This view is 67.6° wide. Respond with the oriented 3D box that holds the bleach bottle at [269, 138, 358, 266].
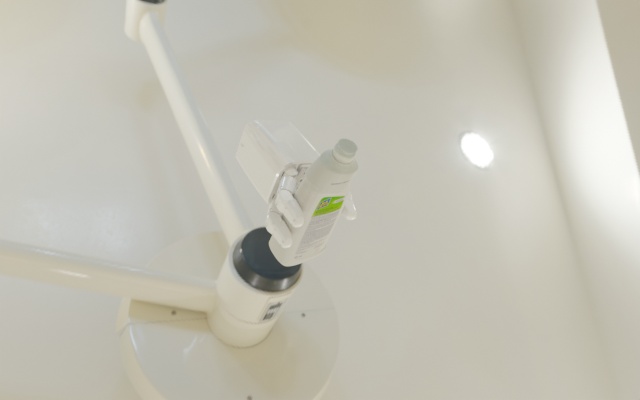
[{"bbox_3d":[0.000,0.002,0.733,0.102,0.068,0.251,-20,-28,-37],"label":"bleach bottle"}]
